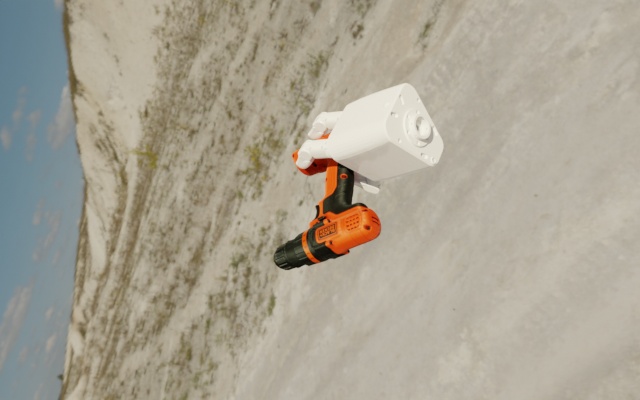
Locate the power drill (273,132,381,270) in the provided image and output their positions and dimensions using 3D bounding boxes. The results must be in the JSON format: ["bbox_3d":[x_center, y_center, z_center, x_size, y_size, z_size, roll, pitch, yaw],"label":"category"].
[{"bbox_3d":[0.000,0.002,0.722,0.184,0.187,0.057,-24,-33,30],"label":"power drill"}]
